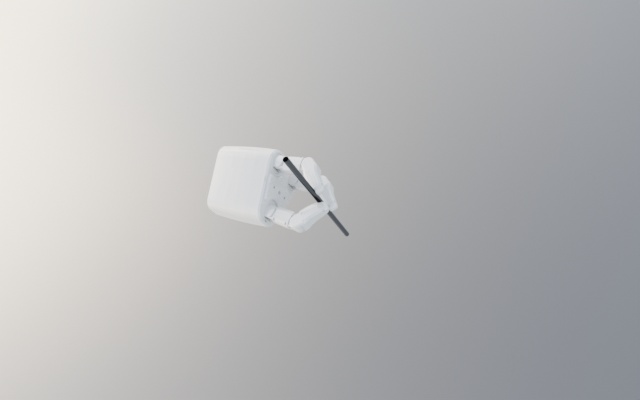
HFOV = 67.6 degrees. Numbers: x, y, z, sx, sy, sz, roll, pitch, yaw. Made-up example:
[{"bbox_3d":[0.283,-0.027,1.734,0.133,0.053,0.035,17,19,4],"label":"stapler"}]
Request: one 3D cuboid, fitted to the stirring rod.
[{"bbox_3d":[0.000,0.002,0.692,0.011,0.011,0.240,0,-26,24],"label":"stirring rod"}]
